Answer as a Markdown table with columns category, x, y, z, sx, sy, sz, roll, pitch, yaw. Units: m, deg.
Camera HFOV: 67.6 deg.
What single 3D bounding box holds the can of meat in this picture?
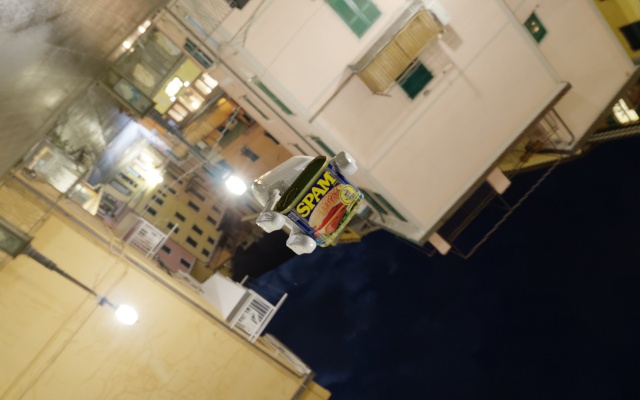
| category | x | y | z | sx | sy | sz | roll | pitch | yaw |
| --- | --- | --- | --- | --- | --- | --- | --- | --- | --- |
| can of meat | 0.000 | 0.002 | 0.674 | 0.084 | 0.102 | 0.057 | 42 | -9 | -21 |
